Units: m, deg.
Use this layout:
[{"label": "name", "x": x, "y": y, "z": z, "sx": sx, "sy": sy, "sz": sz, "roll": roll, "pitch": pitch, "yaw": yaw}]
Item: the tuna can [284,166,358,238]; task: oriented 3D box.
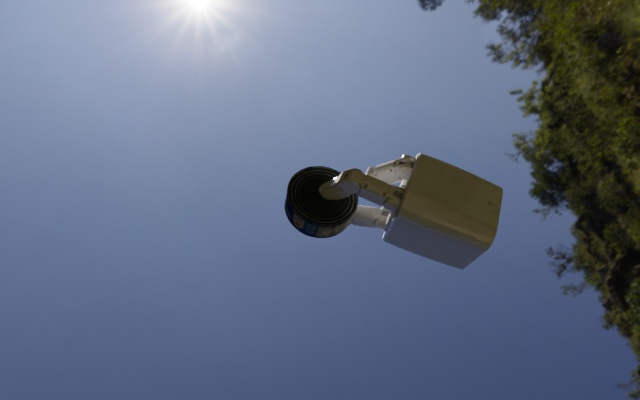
[{"label": "tuna can", "x": 0.000, "y": 0.002, "z": 0.575, "sx": 0.086, "sy": 0.086, "sz": 0.034, "roll": 0, "pitch": -35, "yaw": -13}]
